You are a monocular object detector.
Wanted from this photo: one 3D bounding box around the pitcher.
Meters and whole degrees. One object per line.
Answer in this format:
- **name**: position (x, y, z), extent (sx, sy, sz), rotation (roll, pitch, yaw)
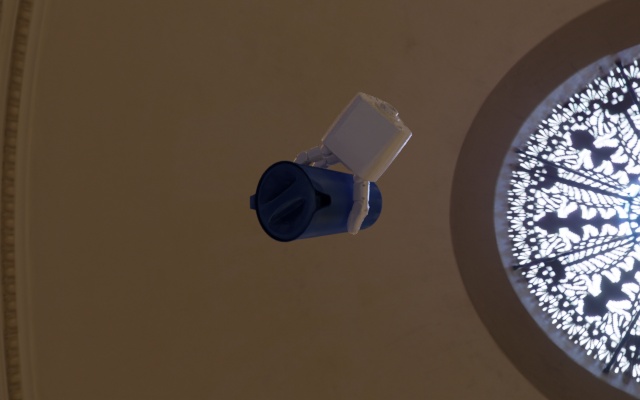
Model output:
- **pitcher**: position (0.000, 0.003, 0.875), extent (0.243, 0.145, 0.149), rotation (2, 41, -52)
